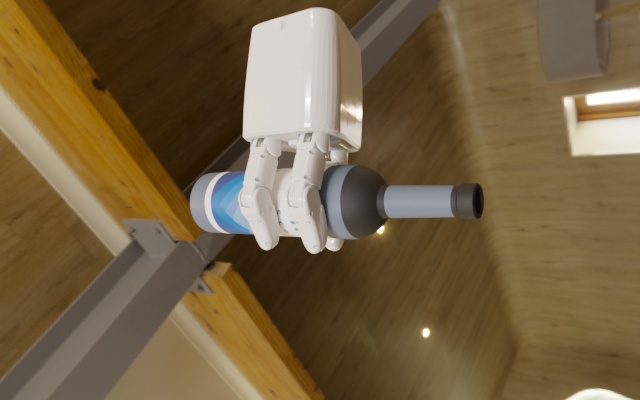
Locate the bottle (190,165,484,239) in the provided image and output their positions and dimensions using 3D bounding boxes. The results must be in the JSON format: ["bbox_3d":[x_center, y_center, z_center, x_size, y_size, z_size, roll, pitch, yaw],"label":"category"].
[{"bbox_3d":[0.000,0.002,0.446,0.295,0.069,0.069,0,0,36],"label":"bottle"}]
